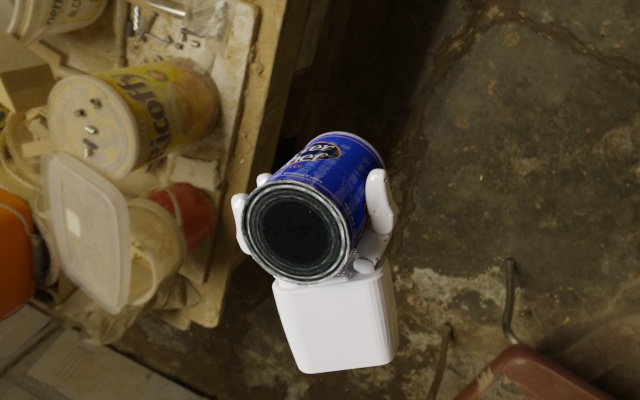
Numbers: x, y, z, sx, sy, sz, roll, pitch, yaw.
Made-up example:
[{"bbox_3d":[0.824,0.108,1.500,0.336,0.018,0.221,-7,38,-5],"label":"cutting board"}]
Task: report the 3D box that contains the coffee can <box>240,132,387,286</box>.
[{"bbox_3d":[0.000,0.001,0.467,0.103,0.103,0.140,0,24,22],"label":"coffee can"}]
